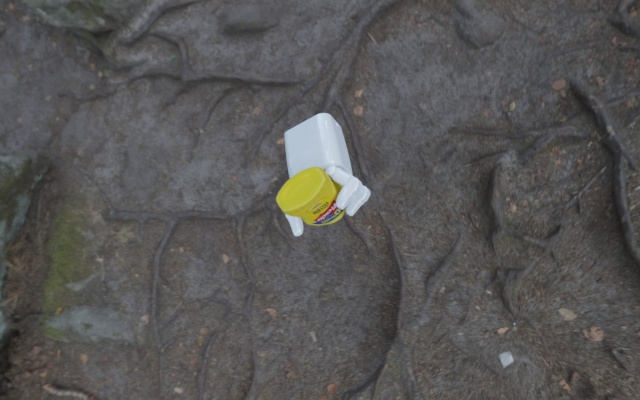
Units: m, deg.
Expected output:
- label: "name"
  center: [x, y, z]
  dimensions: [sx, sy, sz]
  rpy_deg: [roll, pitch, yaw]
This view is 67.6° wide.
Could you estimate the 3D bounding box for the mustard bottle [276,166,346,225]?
- label: "mustard bottle"
  center: [0.000, 0.003, 0.873]
  dimensions: [0.096, 0.058, 0.192]
  rpy_deg: [-39, -24, 8]
